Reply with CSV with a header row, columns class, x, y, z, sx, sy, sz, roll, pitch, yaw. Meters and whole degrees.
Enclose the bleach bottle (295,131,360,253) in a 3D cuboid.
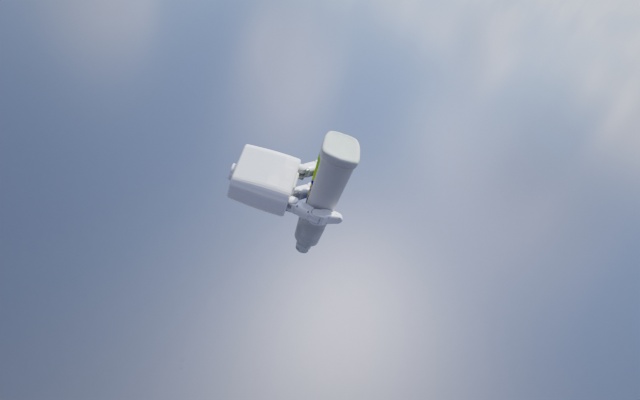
class,x,y,z,sx,sy,sz,roll,pitch,yaw
bleach bottle,0.000,0.003,0.882,0.068,0.251,0.102,18,33,-5
